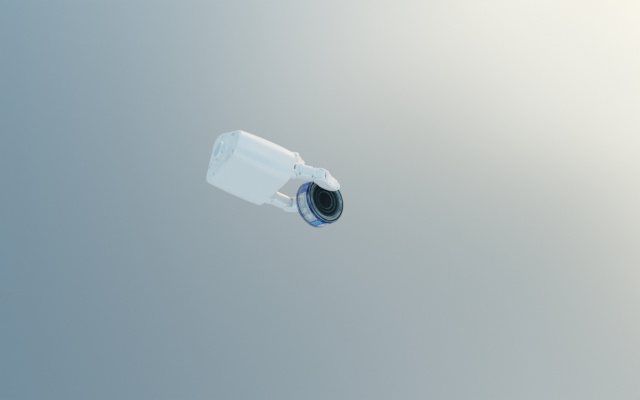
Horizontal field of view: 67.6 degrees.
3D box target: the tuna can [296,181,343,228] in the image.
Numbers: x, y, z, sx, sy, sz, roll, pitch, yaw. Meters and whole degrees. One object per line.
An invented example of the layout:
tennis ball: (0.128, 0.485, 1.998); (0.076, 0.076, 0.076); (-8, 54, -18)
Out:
tuna can: (0.001, 0.003, 0.846); (0.086, 0.086, 0.034); (0, -16, -43)
